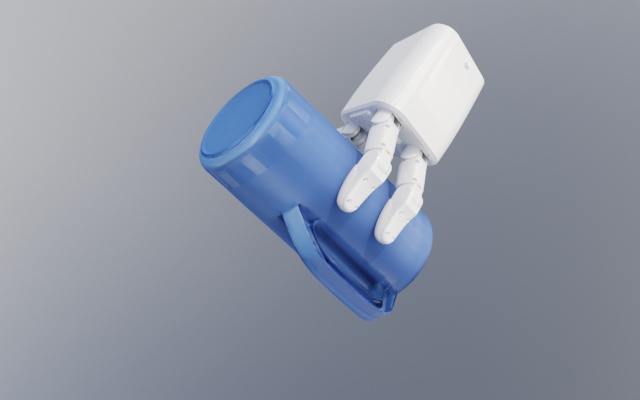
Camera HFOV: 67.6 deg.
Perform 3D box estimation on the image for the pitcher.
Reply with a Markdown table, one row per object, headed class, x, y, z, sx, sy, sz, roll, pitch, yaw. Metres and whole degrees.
| class | x | y | z | sx | sy | sz | roll | pitch | yaw |
| --- | --- | --- | --- | --- | --- | --- | --- | --- | --- |
| pitcher | 0.000 | 0.001 | 0.479 | 0.243 | 0.145 | 0.149 | 43 | -14 | -33 |
